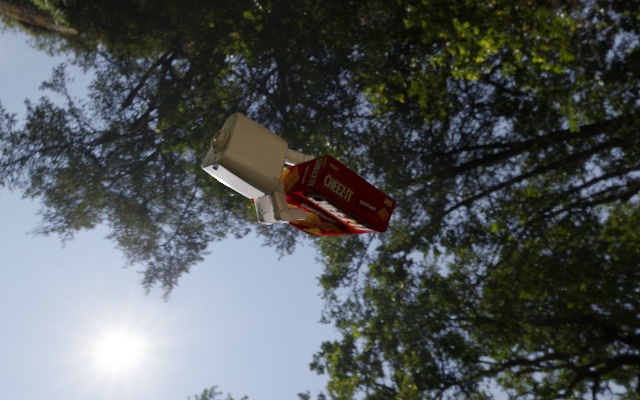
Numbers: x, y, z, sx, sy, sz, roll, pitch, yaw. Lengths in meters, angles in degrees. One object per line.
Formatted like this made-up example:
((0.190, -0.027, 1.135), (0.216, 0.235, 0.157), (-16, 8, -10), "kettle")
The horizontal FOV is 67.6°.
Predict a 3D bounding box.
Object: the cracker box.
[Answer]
((0.000, 0.003, 0.865), (0.164, 0.072, 0.214), (32, -23, -30), "cracker box")
